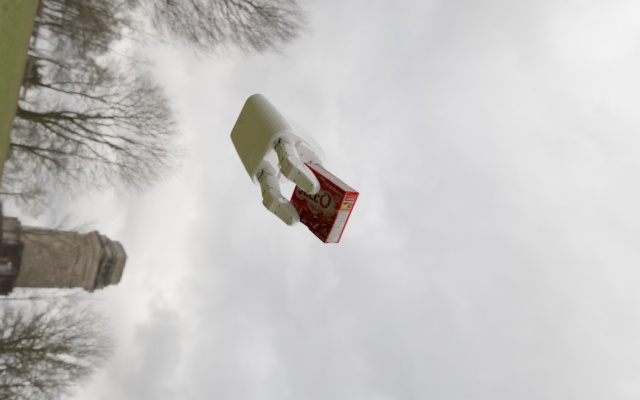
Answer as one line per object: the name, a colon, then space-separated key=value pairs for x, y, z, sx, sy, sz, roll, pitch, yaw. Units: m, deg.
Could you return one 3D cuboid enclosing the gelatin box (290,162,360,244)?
gelatin box: x=0.001 y=0.002 z=0.612 sx=0.030 sy=0.073 sz=0.089 roll=3 pitch=26 yaw=-45
